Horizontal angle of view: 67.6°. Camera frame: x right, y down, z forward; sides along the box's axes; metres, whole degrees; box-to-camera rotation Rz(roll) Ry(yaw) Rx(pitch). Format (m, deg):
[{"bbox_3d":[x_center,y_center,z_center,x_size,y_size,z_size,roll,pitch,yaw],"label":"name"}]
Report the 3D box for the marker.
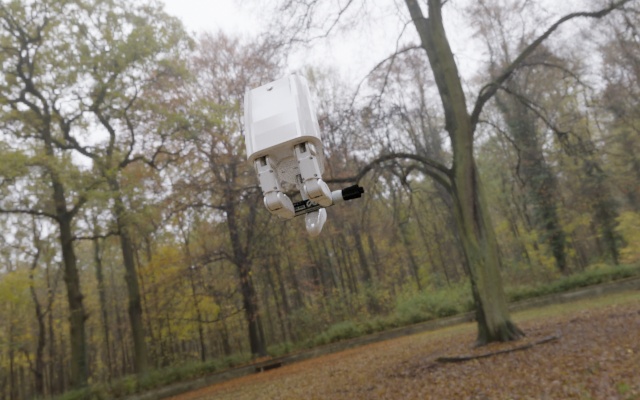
[{"bbox_3d":[0.000,0.002,0.644,0.121,0.020,0.020,-17,-4,13],"label":"marker"}]
